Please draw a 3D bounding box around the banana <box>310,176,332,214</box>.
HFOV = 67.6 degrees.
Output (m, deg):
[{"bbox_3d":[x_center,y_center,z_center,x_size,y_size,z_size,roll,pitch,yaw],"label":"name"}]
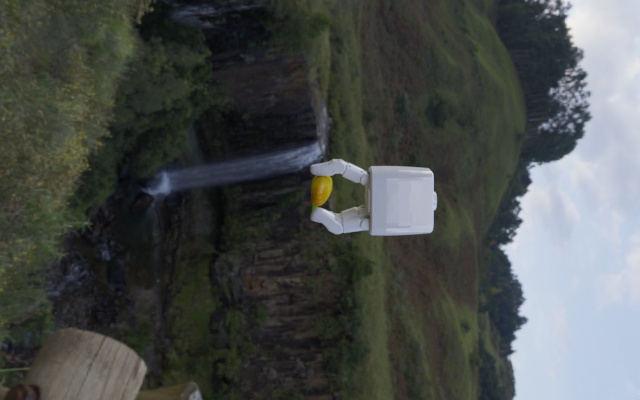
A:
[{"bbox_3d":[0.002,-0.015,0.852,0.037,0.069,0.198,5,-7,-1],"label":"banana"}]
